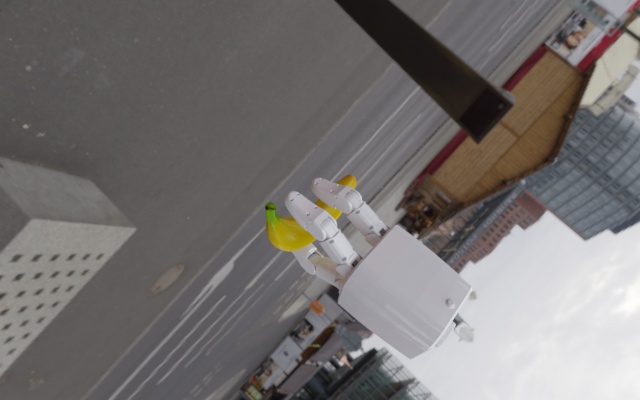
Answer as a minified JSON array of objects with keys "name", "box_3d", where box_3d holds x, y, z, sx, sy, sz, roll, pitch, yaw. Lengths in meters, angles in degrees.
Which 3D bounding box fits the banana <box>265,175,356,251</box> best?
[{"name":"banana","box_3d":[-0.009,0.018,0.568,0.037,0.070,0.197,33,26,17]}]
